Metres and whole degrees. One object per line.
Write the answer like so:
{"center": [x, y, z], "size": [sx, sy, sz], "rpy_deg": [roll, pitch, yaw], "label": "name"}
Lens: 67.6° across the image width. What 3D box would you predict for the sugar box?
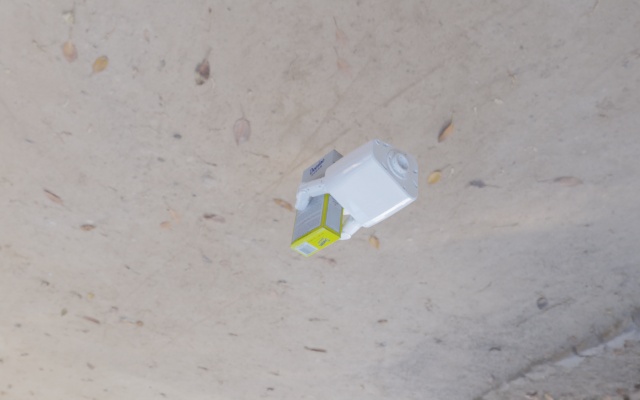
{"center": [0.001, 0.003, 0.840], "size": [0.048, 0.176, 0.093], "rpy_deg": [34, -44, -26], "label": "sugar box"}
